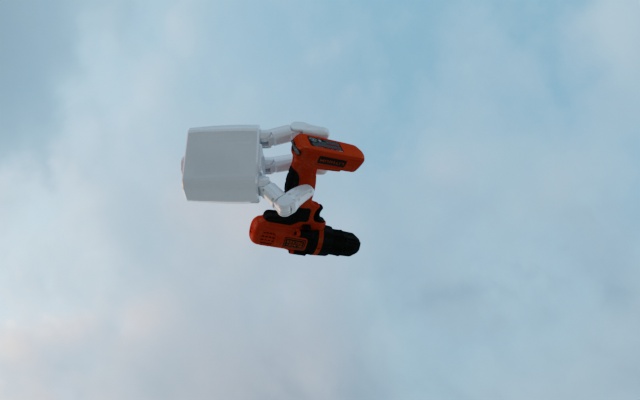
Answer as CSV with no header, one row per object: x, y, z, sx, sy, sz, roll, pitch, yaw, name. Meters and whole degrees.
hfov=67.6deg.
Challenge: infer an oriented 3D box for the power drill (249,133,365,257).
0.000,0.002,0.726,0.184,0.188,0.057,10,26,-21,power drill
